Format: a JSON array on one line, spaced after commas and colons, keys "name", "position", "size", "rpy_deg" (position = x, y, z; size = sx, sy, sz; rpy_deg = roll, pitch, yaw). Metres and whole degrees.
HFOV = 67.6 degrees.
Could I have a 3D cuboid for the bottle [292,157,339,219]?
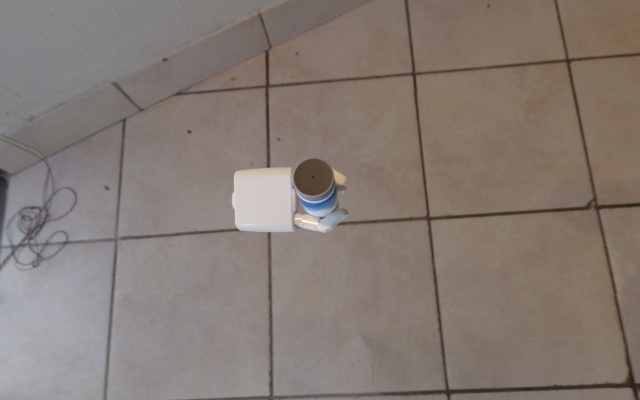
[{"name": "bottle", "position": [0.000, 0.003, 0.889], "size": [0.069, 0.069, 0.296], "rpy_deg": [0, -16, 5]}]
